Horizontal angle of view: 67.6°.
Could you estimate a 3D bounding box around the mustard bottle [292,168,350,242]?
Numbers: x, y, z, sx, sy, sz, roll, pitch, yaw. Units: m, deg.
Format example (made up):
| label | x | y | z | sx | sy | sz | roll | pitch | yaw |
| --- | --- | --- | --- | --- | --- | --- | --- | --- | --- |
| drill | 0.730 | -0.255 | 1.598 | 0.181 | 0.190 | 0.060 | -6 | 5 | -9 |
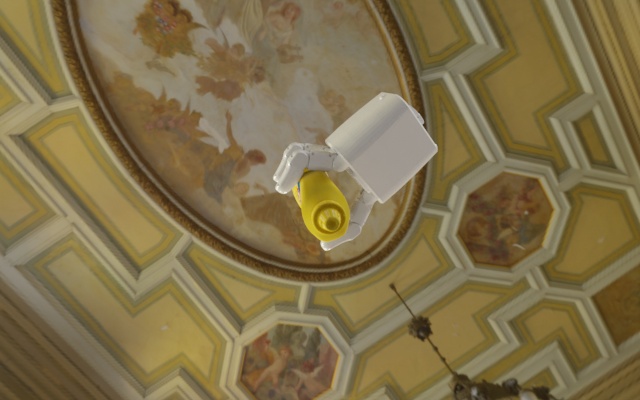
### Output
| label | x | y | z | sx | sy | sz | roll | pitch | yaw |
| --- | --- | --- | --- | --- | --- | --- | --- | --- | --- |
| mustard bottle | 0.000 | 0.002 | 0.633 | 0.058 | 0.096 | 0.191 | -19 | 17 | -4 |
